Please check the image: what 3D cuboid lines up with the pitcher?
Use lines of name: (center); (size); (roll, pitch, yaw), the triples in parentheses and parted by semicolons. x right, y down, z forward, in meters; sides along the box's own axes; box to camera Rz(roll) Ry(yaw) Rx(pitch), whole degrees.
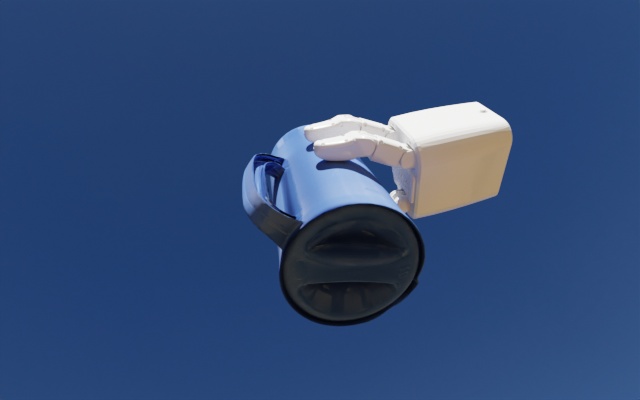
pitcher: (0.000, 0.002, 0.514); (0.145, 0.149, 0.242); (-15, 31, -4)
